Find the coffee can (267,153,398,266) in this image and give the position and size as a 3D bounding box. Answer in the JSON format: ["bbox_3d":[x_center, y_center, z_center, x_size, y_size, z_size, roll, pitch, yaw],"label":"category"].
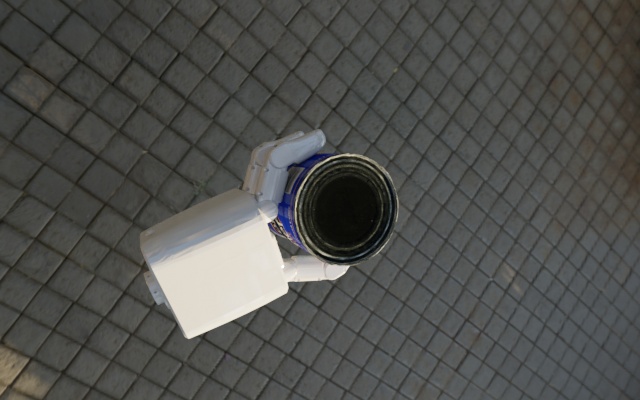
[{"bbox_3d":[0.000,0.002,0.489,0.103,0.103,0.140,0,6,-21],"label":"coffee can"}]
